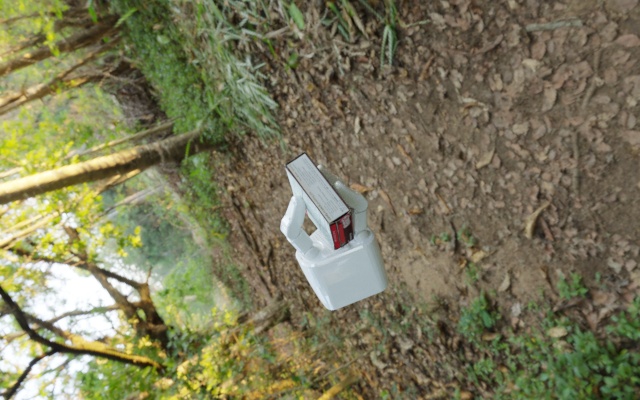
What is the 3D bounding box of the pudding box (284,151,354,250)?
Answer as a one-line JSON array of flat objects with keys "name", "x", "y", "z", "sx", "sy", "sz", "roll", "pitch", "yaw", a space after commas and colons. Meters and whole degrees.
[{"name": "pudding box", "x": 0.000, "y": 0.002, "z": 0.646, "sx": 0.039, "sy": 0.113, "sz": 0.090, "roll": -33, "pitch": -26, "yaw": -12}]
